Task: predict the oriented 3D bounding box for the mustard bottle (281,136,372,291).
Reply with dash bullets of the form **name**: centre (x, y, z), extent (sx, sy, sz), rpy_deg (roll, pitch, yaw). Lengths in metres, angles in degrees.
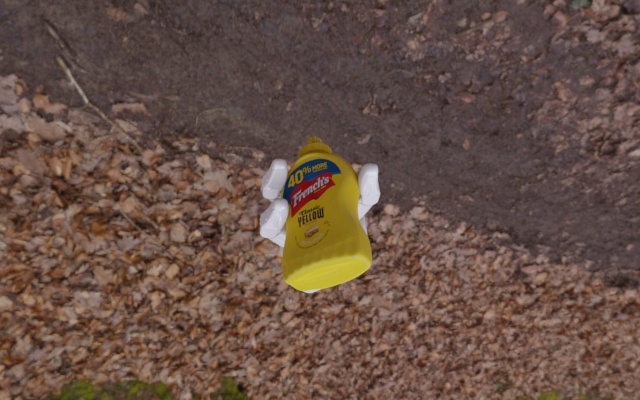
- **mustard bottle**: centre (0.000, 0.002, 0.551), extent (0.096, 0.191, 0.058), rpy_deg (-24, -40, 24)
